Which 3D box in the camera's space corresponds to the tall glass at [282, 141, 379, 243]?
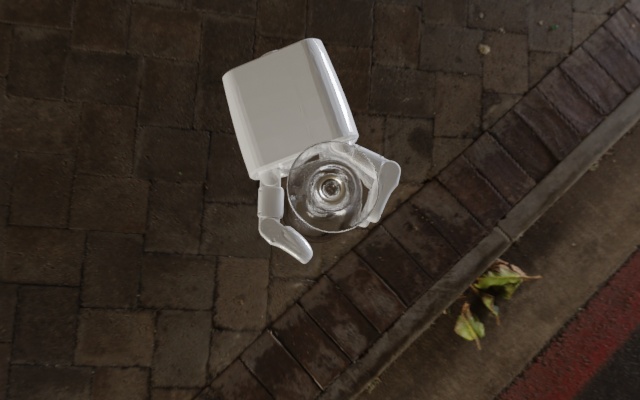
[{"bbox_3d":[0.000,0.002,0.475,0.079,0.079,0.201,0,-8,-6],"label":"tall glass"}]
